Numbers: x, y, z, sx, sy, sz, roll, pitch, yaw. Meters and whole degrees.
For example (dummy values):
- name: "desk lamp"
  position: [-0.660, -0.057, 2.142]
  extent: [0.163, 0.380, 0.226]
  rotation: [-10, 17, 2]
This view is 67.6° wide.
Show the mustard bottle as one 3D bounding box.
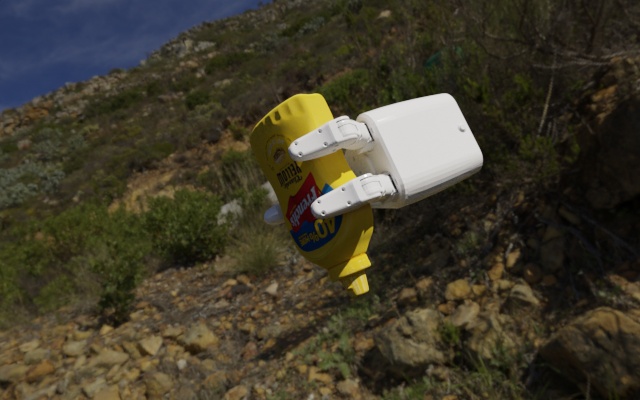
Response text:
- name: "mustard bottle"
  position: [0.000, 0.001, 0.462]
  extent: [0.058, 0.191, 0.096]
  rotation: [-14, -13, -47]
